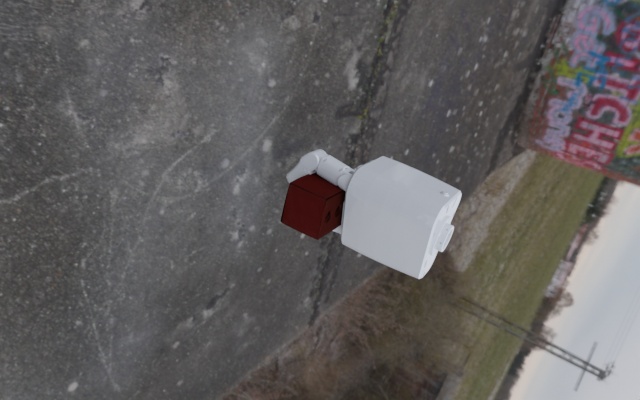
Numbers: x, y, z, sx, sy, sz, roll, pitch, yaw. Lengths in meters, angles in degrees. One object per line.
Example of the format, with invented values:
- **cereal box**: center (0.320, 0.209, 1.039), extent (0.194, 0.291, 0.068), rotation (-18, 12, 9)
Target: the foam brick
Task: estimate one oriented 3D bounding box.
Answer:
- **foam brick**: center (0.000, 0.002, 0.555), extent (0.051, 0.053, 0.078), rotation (26, 29, 23)
